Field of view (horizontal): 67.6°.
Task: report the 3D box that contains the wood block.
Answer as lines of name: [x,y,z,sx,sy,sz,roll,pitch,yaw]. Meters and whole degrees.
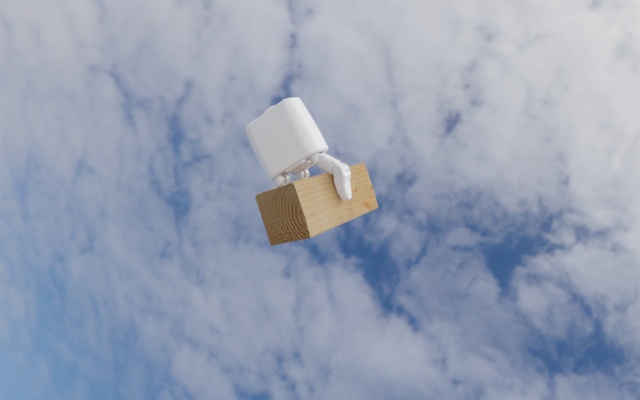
wood block: [0.000,0.002,0.822,0.091,0.090,0.206,-16,3,39]
